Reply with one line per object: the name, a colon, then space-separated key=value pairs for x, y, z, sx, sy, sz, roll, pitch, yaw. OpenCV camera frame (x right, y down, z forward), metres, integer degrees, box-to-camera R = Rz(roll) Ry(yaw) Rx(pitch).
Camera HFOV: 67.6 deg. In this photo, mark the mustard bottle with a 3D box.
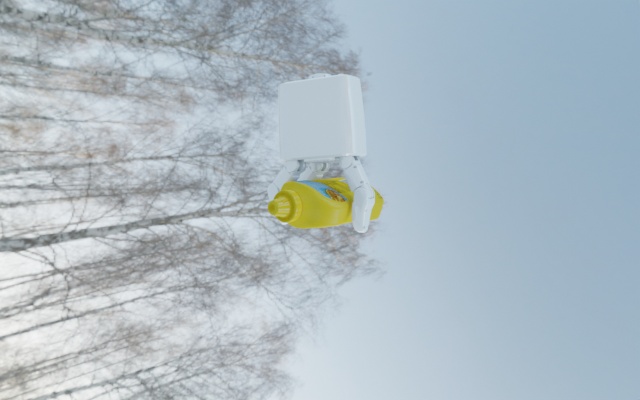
mustard bottle: x=0.000 y=0.002 z=0.652 sx=0.096 sy=0.058 sz=0.191 roll=27 pitch=19 yaw=33
